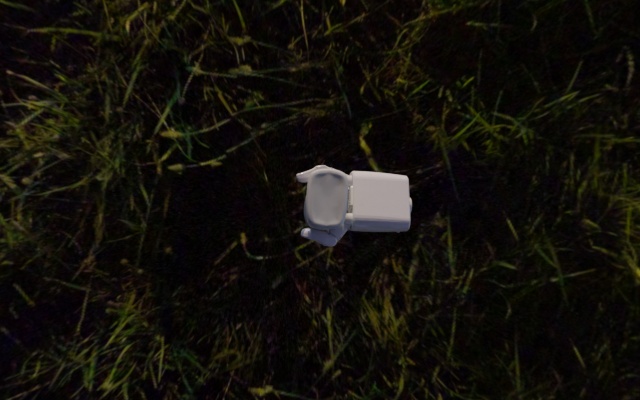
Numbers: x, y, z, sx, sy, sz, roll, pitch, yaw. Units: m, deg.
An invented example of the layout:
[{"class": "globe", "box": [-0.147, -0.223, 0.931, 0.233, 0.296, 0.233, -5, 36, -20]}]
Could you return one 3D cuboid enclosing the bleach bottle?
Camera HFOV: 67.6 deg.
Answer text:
[{"class": "bleach bottle", "box": [0.000, 0.003, 0.897, 0.068, 0.102, 0.251, 3, -2, -5]}]
